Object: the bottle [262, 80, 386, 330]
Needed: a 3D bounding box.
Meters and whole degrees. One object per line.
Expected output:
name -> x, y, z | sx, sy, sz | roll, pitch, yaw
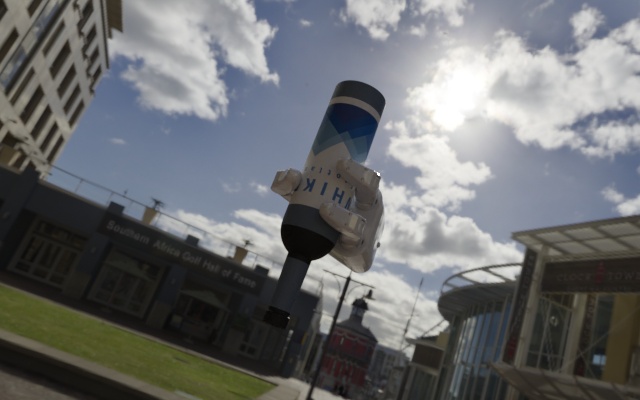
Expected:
bottle -> 0.000, 0.002, 0.551 | 0.069, 0.295, 0.069 | 19, -17, 6
